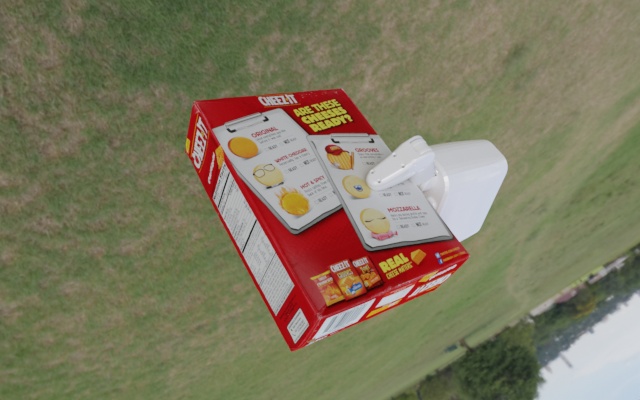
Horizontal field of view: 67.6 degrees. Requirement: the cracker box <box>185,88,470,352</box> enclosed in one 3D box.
[{"bbox_3d":[0.000,0.001,0.419,0.164,0.213,0.072,-14,-32,-36],"label":"cracker box"}]
